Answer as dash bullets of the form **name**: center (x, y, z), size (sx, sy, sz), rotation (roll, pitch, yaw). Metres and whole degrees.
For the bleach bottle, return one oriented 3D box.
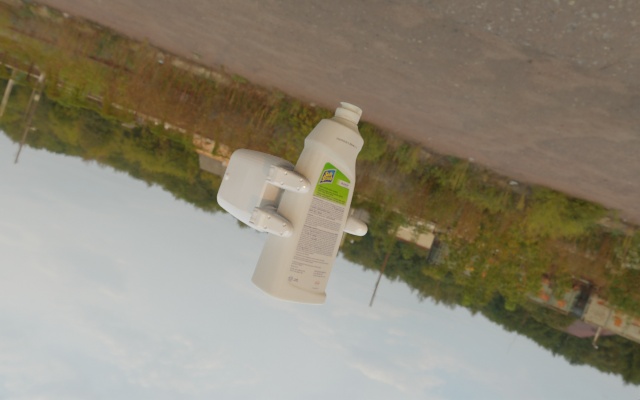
- **bleach bottle**: center (0.000, 0.002, 0.604), size (0.102, 0.251, 0.068), rotation (19, 3, -45)
